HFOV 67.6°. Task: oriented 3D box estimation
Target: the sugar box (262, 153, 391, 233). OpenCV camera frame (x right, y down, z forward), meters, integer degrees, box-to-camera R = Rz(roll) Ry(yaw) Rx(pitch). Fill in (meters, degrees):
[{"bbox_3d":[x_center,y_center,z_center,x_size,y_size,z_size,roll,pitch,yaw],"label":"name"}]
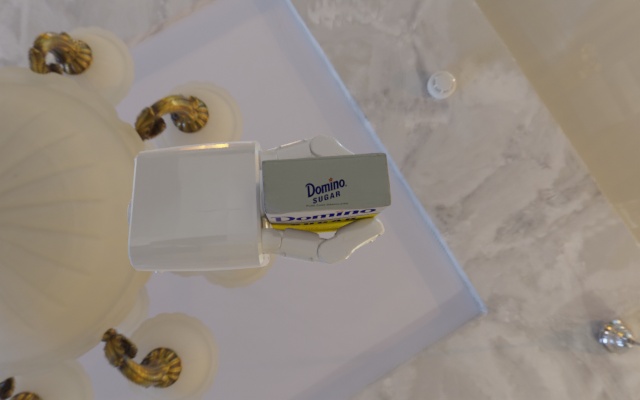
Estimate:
[{"bbox_3d":[0.000,0.002,0.422,0.093,0.048,0.176,-4,-6,-3],"label":"sugar box"}]
